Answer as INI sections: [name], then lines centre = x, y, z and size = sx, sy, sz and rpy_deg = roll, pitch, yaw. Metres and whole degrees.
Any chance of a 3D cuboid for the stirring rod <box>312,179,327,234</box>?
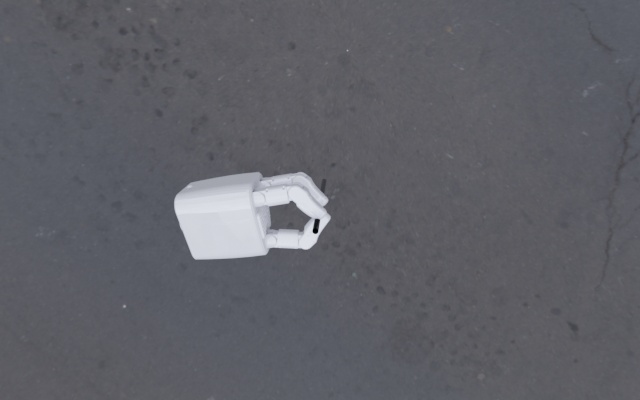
[stirring rod]
centre = 0.000, 0.002, 0.708
size = 0.011, 0.011, 0.239
rpy_deg = 0, 17, 3
